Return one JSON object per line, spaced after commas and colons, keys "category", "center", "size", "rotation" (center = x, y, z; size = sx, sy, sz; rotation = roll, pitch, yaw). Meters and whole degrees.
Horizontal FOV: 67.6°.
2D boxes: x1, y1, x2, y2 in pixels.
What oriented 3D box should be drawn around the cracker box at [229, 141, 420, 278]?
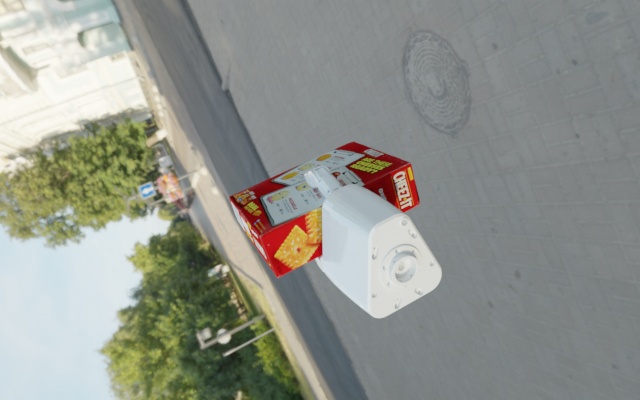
{"category": "cracker box", "center": [0.000, 0.002, 0.655], "size": [0.213, 0.072, 0.164], "rotation": [-25, 25, -15]}
